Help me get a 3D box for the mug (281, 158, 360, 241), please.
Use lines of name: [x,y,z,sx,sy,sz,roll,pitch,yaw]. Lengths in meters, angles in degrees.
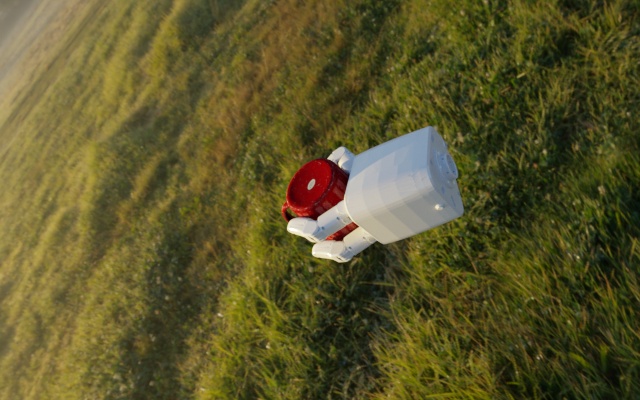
mug: [-0.001,0.002,0.632,0.117,0.093,0.081,-23,-43,29]
